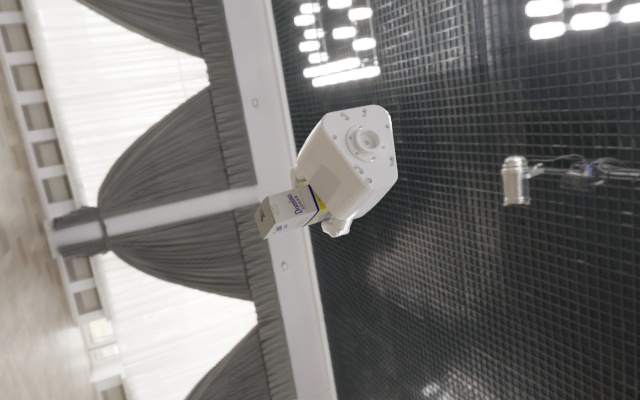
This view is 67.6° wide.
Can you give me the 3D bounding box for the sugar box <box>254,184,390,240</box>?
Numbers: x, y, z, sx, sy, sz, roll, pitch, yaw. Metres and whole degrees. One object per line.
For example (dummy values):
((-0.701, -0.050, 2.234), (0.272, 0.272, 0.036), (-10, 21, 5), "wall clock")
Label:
((0.000, 0.002, 0.681), (0.176, 0.048, 0.093), (-14, -13, -22), "sugar box")
